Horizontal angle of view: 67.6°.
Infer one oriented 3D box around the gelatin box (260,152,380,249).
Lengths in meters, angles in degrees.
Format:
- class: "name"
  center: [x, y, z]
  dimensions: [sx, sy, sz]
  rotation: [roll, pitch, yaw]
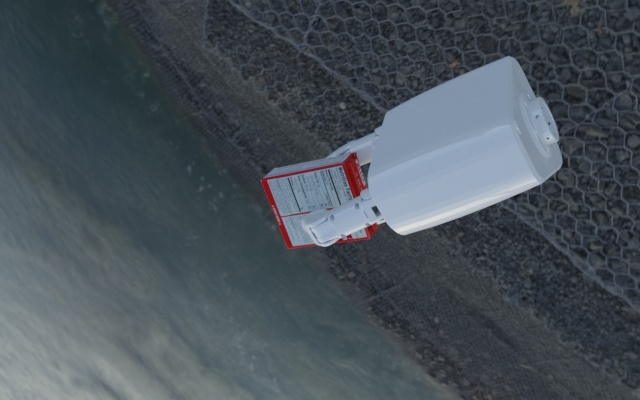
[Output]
- class: "gelatin box"
  center: [0.000, 0.002, 0.427]
  dimensions: [0.089, 0.073, 0.030]
  rotation: [-10, 22, 28]
